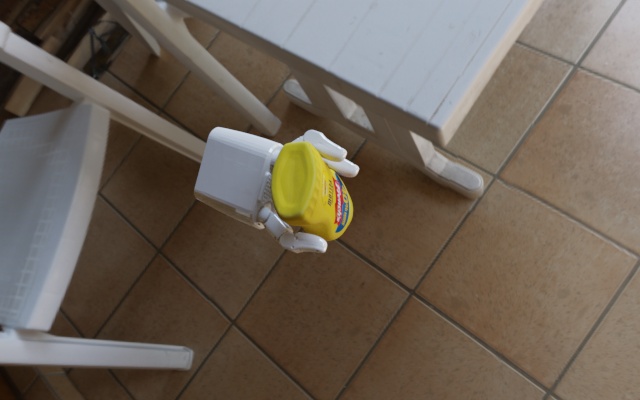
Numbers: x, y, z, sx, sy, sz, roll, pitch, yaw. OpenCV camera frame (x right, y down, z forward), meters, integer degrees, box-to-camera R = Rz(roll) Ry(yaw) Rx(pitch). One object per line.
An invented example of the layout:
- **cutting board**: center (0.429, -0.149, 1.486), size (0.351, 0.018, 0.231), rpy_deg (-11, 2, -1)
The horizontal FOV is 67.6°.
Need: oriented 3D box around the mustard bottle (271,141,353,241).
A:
- **mustard bottle**: center (0.000, 0.002, 0.627), size (0.058, 0.096, 0.192), rpy_deg (-5, -19, 19)
